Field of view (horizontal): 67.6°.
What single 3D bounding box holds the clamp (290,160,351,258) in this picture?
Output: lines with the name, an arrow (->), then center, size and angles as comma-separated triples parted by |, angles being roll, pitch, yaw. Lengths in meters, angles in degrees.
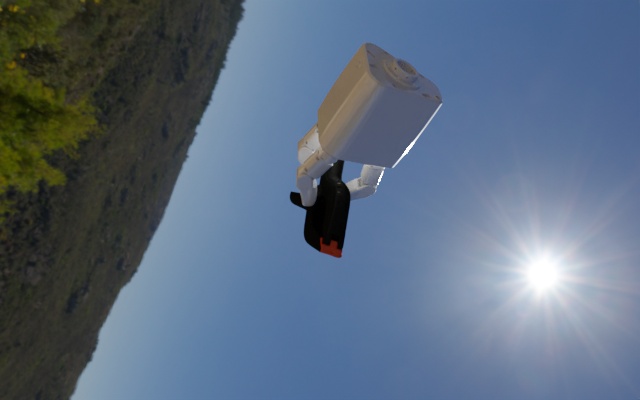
clamp -> 0.001, 0.003, 0.646 | 0.036, 0.209, 0.165 | 19, -49, -20
